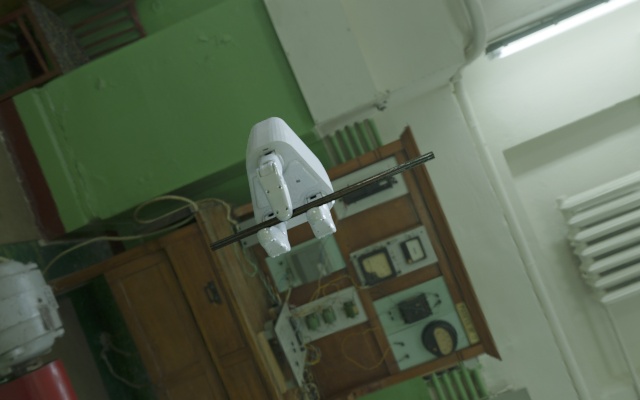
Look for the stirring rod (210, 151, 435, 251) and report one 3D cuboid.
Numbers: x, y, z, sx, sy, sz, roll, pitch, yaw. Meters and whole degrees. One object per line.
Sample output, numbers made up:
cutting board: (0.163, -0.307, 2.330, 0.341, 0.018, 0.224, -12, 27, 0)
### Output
stirring rod: (0.000, 0.002, 0.477, 0.239, 0.011, 0.011, -23, -2, 4)
